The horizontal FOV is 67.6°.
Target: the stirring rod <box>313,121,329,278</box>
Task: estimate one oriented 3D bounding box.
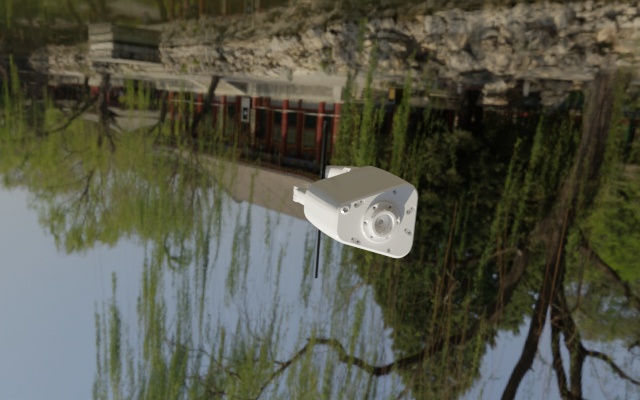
[{"bbox_3d":[0.000,0.002,0.716,0.011,0.239,0.011,4,12,-1],"label":"stirring rod"}]
